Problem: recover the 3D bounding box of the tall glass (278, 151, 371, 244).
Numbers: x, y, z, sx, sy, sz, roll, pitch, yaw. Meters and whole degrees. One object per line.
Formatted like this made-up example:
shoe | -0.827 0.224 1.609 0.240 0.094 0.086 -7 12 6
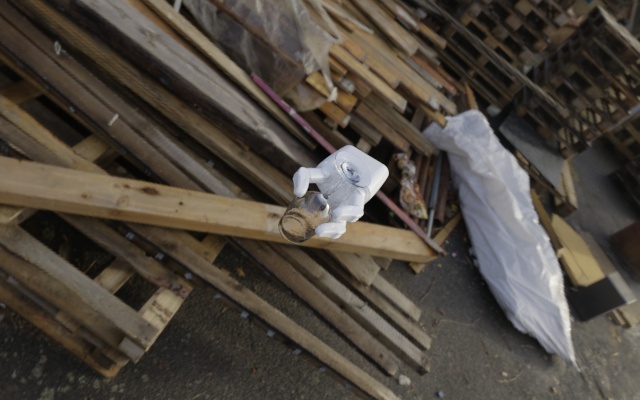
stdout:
tall glass | 0.000 0.002 0.849 0.079 0.079 0.201 0 -34 -41
